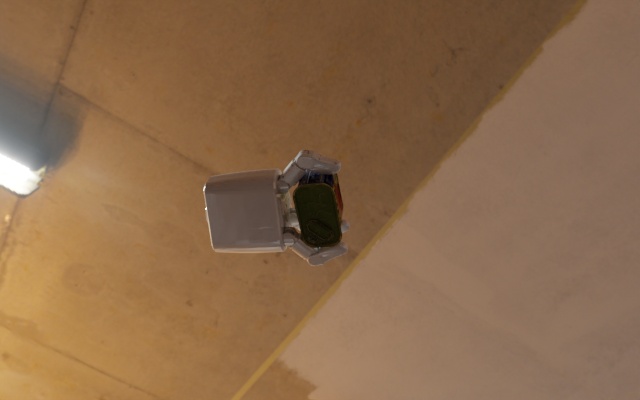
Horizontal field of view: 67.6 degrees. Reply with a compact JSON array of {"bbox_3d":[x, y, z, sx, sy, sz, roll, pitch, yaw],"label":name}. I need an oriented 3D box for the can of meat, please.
[{"bbox_3d":[0.000,0.002,0.687,0.057,0.102,0.084,-6,29,10],"label":"can of meat"}]
